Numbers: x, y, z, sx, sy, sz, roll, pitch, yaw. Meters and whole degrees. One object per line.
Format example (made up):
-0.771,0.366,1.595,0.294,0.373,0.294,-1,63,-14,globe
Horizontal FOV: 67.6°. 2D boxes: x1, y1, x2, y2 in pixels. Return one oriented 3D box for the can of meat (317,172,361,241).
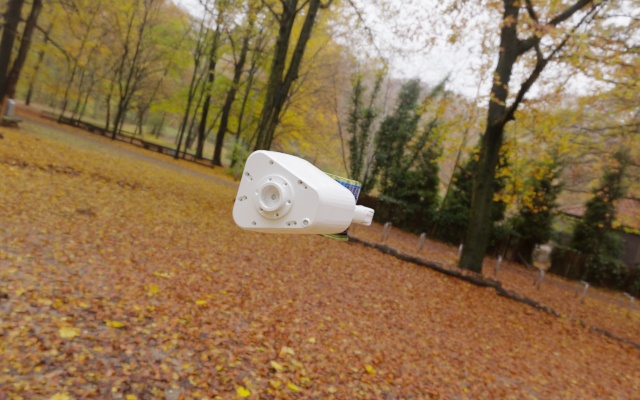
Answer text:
0.000,0.002,0.675,0.102,0.084,0.057,17,4,28,can of meat
